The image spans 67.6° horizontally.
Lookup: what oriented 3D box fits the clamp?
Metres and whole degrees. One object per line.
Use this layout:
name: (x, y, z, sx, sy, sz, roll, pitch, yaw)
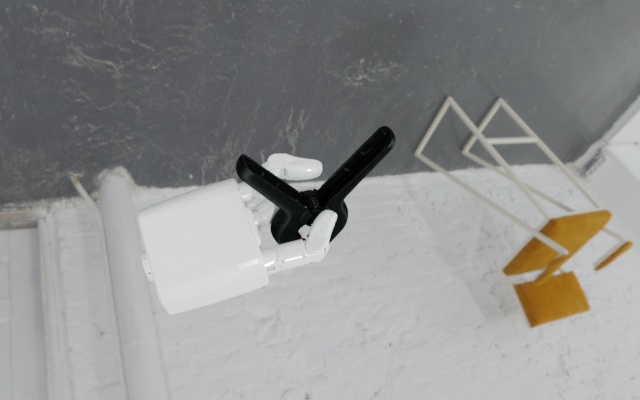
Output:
clamp: (0.000, 0.003, 0.538, 0.164, 0.036, 0.210, -16, -34, -10)
